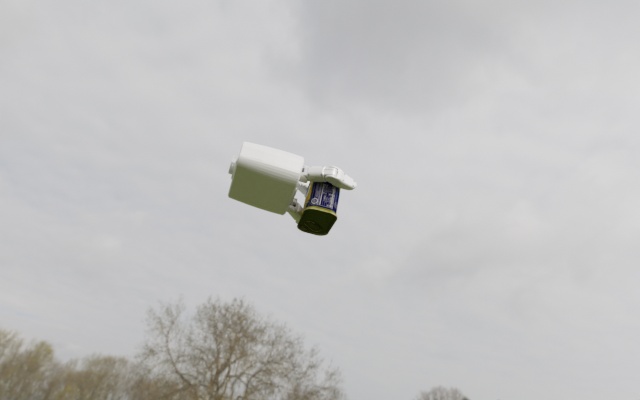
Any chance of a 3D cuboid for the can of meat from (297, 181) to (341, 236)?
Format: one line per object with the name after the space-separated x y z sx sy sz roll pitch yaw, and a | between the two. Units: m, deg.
0.000 0.002 0.833 0.057 0.084 0.102 15 -28 -7 | can of meat
